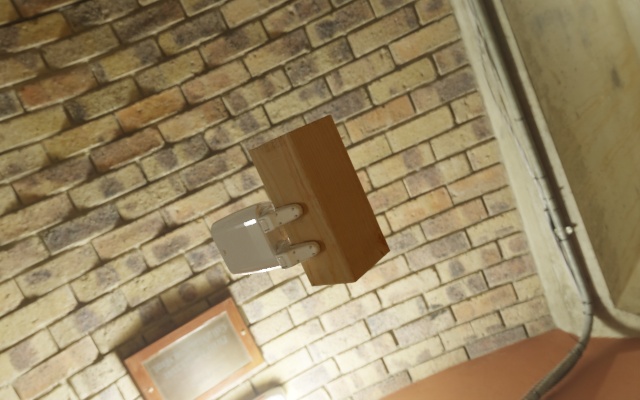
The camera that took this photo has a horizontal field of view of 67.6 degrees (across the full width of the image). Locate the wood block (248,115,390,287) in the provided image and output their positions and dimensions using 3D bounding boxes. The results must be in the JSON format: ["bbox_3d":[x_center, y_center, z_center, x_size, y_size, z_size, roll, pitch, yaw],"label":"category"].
[{"bbox_3d":[0.000,0.002,0.650,0.090,0.206,0.090,-16,13,45],"label":"wood block"}]
